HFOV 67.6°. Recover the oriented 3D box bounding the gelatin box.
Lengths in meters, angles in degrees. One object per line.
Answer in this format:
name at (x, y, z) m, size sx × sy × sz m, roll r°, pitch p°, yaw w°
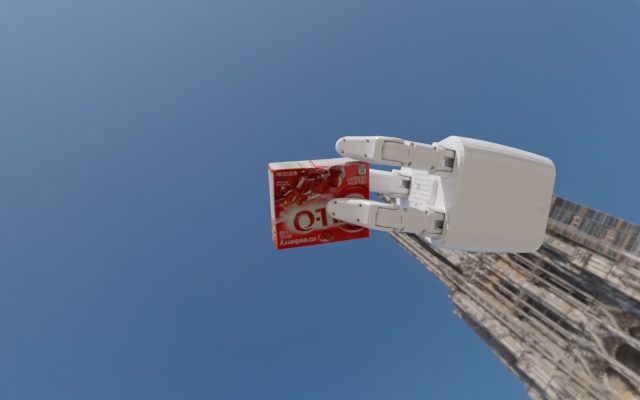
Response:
gelatin box at (0.000, 0.001, 0.430) m, size 0.089 × 0.073 × 0.030 m, roll -6°, pitch 18°, yaw -14°
